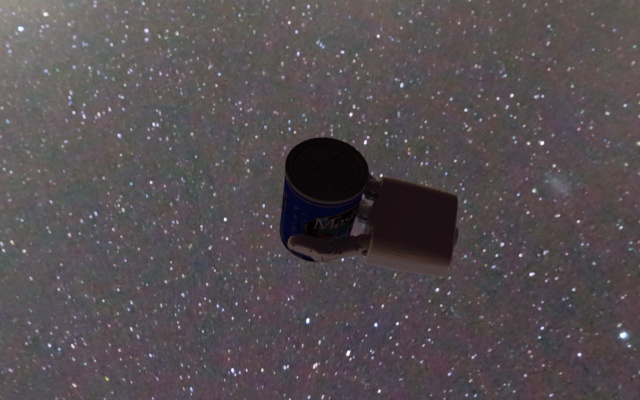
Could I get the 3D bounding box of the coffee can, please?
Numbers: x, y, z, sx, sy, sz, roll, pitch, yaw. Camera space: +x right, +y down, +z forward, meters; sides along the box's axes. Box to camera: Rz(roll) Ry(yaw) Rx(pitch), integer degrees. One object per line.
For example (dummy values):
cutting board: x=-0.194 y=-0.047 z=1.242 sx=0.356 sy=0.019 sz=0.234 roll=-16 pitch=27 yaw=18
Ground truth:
coffee can: x=0.000 y=0.002 z=0.631 sx=0.103 sy=0.102 sz=0.140 roll=0 pitch=-37 yaw=-9
